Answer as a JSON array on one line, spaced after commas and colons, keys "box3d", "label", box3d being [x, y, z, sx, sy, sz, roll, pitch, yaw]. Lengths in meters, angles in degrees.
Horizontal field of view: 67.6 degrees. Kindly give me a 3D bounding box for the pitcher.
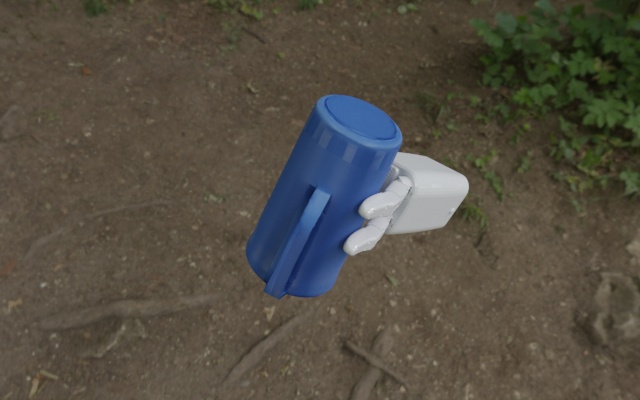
[{"box3d": [0.000, 0.002, 0.591, 0.145, 0.243, 0.149, 0, 41, -33], "label": "pitcher"}]
